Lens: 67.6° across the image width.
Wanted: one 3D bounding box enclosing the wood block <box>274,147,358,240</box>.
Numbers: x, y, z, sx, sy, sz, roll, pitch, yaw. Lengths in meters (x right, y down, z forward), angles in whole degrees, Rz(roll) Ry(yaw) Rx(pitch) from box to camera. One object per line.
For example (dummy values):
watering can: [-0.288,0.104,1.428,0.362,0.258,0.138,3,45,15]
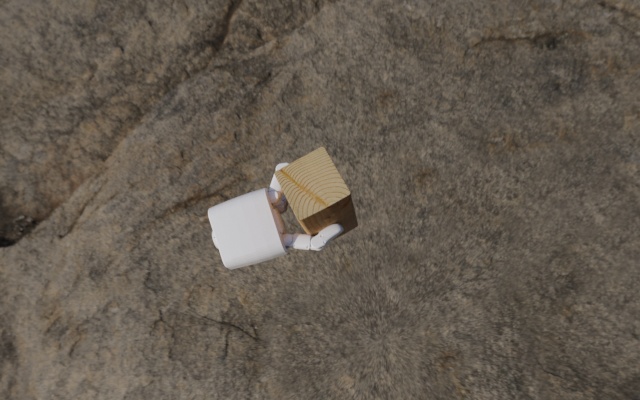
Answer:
wood block: [0.000,0.003,0.811,0.090,0.090,0.206,-28,-18,-1]
